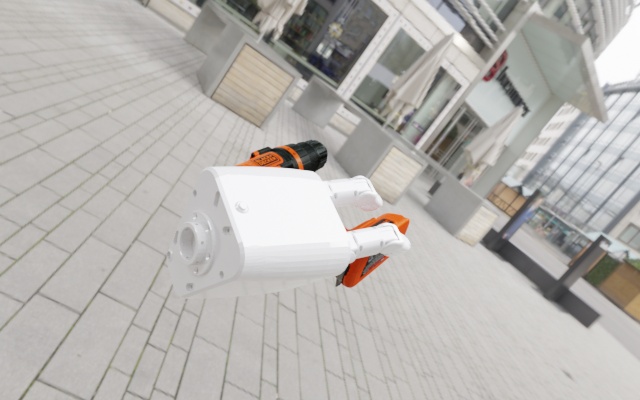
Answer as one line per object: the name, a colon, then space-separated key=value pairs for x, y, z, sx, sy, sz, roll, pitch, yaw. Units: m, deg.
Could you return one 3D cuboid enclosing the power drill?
power drill: x=0.000 y=0.002 z=0.529 sx=0.187 sy=0.057 sz=0.184 roll=33 pitch=37 yaw=23
